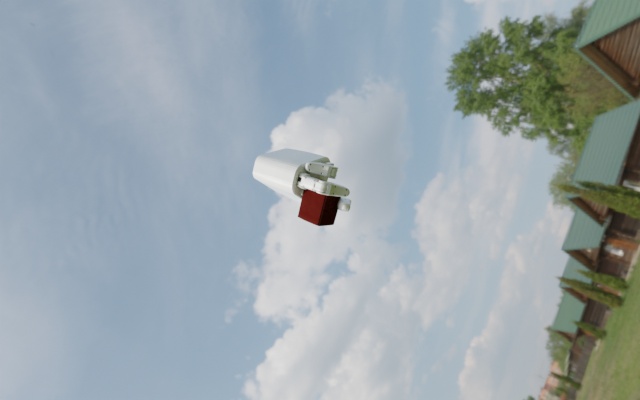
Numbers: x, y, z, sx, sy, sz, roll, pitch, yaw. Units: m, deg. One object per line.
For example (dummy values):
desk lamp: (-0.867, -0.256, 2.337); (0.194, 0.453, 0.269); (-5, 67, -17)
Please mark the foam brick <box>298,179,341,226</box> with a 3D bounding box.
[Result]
foam brick: (0.000, 0.003, 0.881); (0.051, 0.078, 0.053); (18, 8, 32)
